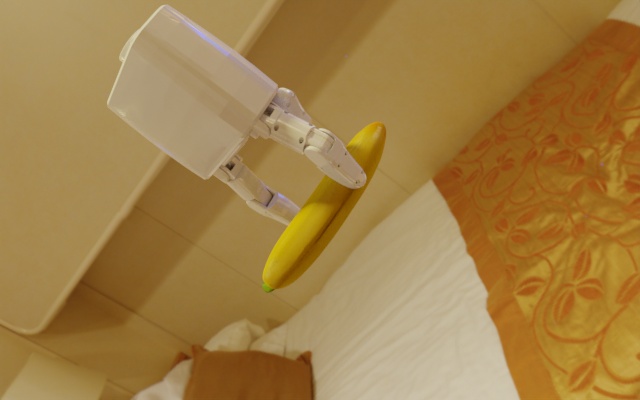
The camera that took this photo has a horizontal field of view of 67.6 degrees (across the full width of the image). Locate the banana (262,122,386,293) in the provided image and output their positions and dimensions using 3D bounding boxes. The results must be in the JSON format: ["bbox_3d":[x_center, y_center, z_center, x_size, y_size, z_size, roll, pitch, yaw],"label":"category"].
[{"bbox_3d":[0.002,0.008,0.432,0.037,0.198,0.069,36,2,-15],"label":"banana"}]
